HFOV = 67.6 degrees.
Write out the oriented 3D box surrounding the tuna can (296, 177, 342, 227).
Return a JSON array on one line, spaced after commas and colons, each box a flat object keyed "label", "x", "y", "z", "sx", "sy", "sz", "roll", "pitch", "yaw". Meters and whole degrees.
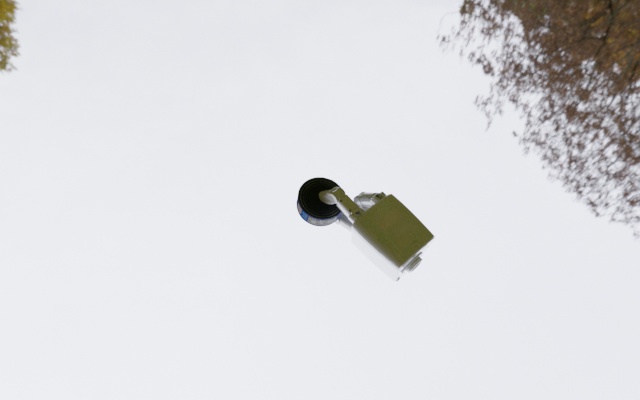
[{"label": "tuna can", "x": 0.000, "y": 0.003, "z": 0.854, "sx": 0.086, "sy": 0.086, "sz": 0.034, "roll": 0, "pitch": -30, "yaw": -10}]
